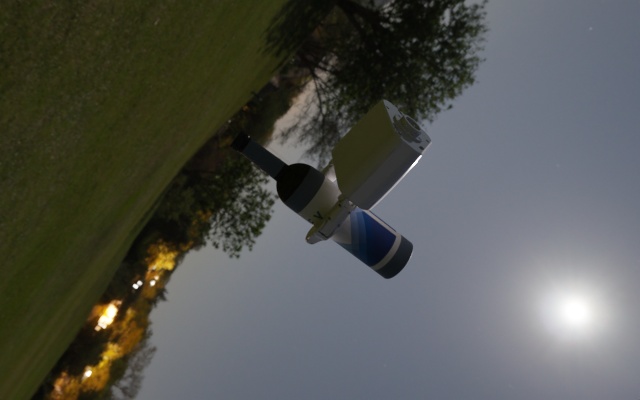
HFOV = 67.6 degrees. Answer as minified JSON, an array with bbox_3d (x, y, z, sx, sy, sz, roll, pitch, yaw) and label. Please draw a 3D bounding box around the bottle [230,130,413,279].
[{"bbox_3d":[0.000,0.002,0.677,0.296,0.069,0.069,37,-9,-12],"label":"bottle"}]
